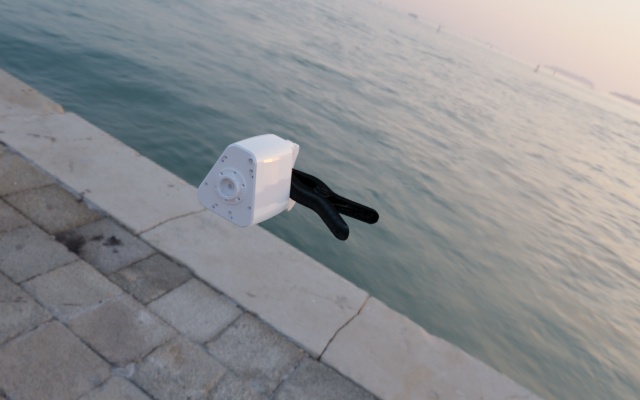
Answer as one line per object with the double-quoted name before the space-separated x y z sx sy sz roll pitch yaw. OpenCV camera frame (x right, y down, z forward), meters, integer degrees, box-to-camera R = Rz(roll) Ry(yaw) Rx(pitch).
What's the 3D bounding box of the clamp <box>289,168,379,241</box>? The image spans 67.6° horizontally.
"clamp" 0.000 0.002 0.728 0.171 0.039 0.120 28 18 13
